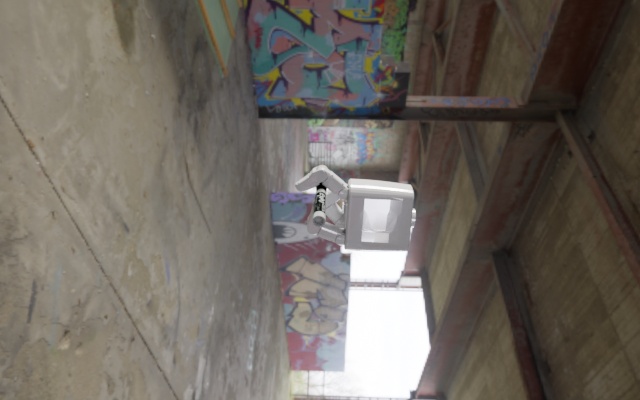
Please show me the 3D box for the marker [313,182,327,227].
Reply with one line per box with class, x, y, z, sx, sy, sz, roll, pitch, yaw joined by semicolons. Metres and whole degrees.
marker;0.000;0.002;0.737;0.020;0.020;0.121;0;27;2
